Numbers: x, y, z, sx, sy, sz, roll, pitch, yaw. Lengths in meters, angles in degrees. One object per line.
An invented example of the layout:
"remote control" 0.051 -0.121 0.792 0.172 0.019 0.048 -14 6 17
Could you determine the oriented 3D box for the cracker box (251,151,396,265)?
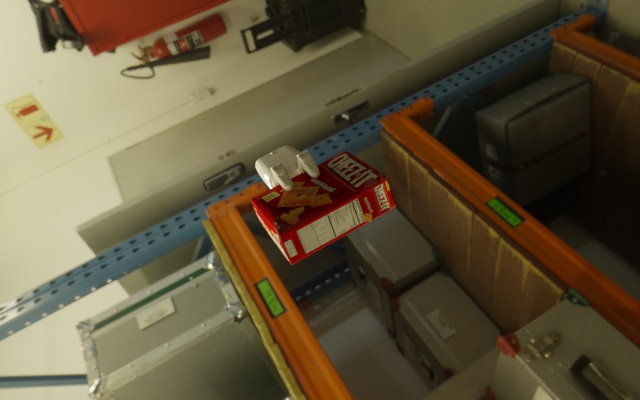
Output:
"cracker box" 0.000 0.003 0.862 0.213 0.072 0.164 -28 32 -12
